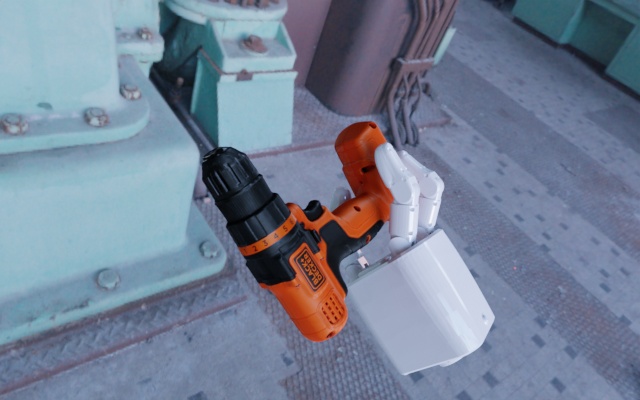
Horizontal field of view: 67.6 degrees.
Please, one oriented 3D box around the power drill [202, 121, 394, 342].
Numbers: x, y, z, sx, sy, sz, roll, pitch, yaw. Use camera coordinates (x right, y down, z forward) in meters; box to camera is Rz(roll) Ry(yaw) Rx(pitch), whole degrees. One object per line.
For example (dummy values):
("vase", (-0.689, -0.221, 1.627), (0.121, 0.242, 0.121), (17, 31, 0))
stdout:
("power drill", (0.001, 0.001, 0.435), (0.057, 0.184, 0.187), (-11, 25, 47))
